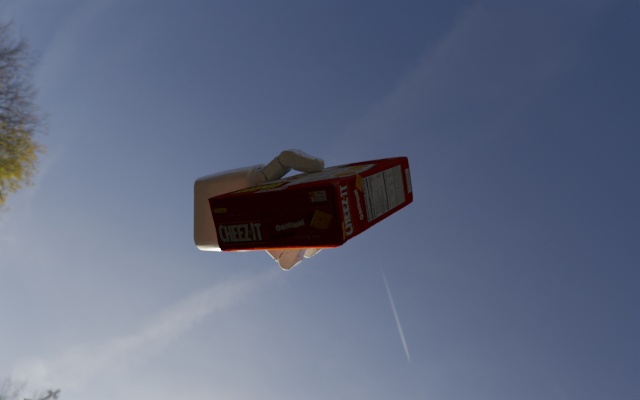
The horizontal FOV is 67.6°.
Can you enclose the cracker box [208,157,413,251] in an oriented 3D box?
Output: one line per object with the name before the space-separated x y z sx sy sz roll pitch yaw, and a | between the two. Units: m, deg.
cracker box | 0.000 0.002 0.583 0.164 0.072 0.213 -6 8 31
